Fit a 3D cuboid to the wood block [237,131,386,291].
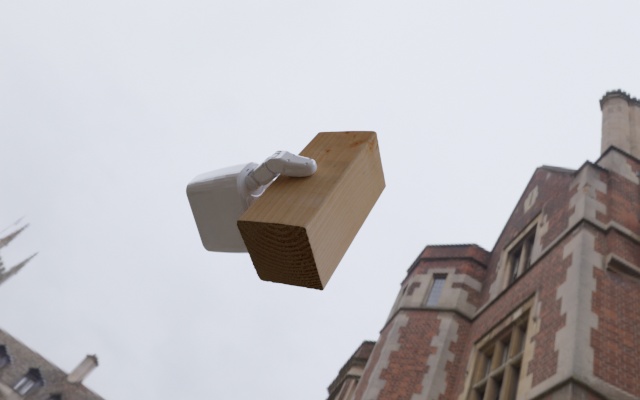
[{"bbox_3d":[0.000,0.002,0.588,0.090,0.091,0.206,4,37,29],"label":"wood block"}]
